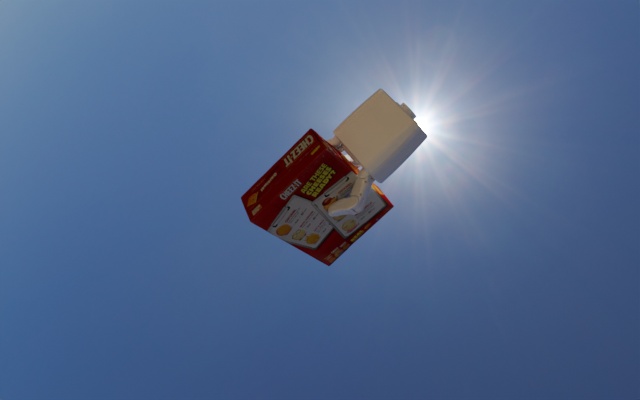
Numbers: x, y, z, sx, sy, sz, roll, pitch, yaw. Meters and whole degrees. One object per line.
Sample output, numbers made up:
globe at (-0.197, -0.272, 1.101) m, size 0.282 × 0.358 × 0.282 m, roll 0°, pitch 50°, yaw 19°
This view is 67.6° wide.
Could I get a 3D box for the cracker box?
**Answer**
cracker box at (0.000, 0.003, 0.799) m, size 0.214 × 0.164 × 0.072 m, roll 36°, pitch 15°, yaw -45°
